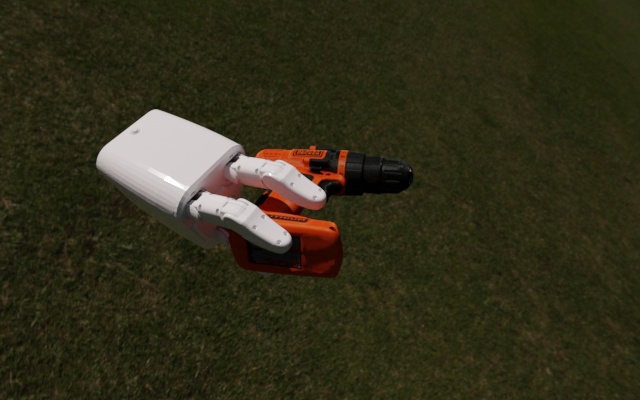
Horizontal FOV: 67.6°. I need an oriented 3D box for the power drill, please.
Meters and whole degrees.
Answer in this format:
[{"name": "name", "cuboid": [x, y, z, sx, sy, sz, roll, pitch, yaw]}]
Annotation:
[{"name": "power drill", "cuboid": [0.000, 0.002, 0.492, 0.184, 0.057, 0.187, 3, 28, 12]}]
